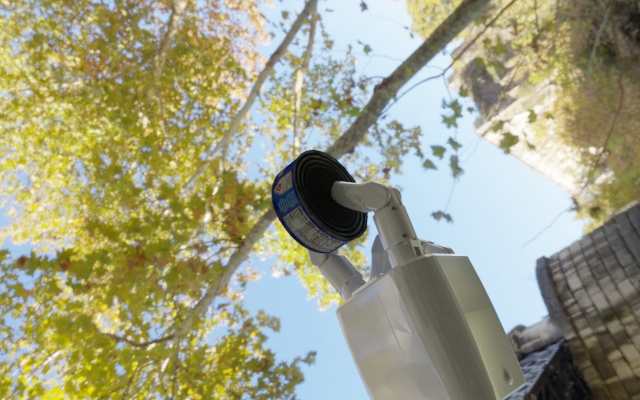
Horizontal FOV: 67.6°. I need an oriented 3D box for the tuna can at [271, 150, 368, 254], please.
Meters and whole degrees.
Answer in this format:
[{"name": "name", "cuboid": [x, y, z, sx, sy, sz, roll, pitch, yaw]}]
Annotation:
[{"name": "tuna can", "cuboid": [0.000, 0.002, 0.410, 0.034, 0.086, 0.086, -34, -21, 34]}]
